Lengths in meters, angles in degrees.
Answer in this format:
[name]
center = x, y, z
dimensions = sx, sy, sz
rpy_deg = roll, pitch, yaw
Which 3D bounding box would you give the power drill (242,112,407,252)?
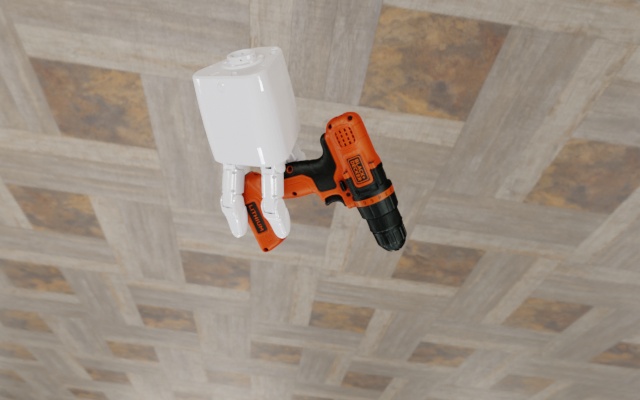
[power drill]
center = 0.000, 0.002, 0.609
dimensions = 0.187, 0.184, 0.057
rpy_deg = -21, 11, 16
